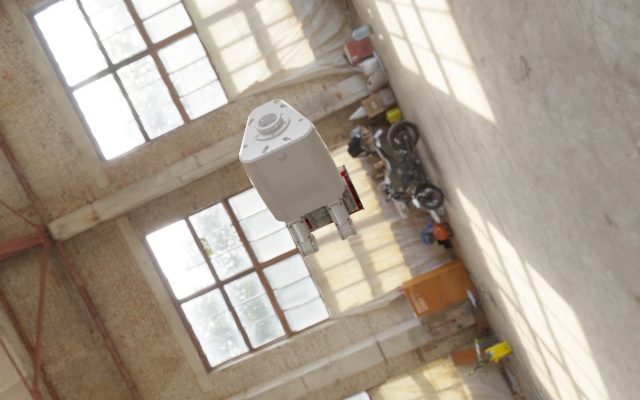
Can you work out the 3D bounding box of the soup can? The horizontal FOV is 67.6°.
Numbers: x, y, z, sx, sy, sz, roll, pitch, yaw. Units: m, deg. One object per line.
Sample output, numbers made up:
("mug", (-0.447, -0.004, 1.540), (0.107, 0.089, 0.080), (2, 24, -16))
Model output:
("soup can", (0.000, 0.003, 0.649), (0.102, 0.068, 0.068), (-25, -2, 4))
